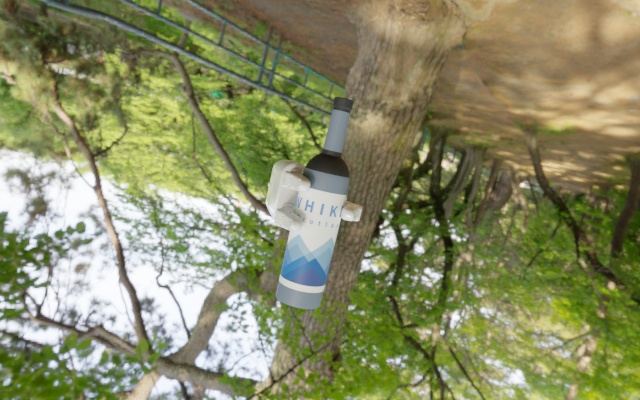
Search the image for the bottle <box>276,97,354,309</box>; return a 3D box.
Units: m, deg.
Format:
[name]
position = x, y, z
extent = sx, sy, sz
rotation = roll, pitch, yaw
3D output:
[bottle]
position = 0.000, 0.002, 0.677
extent = 0.069, 0.296, 0.069
rotation = 13, 7, -1
